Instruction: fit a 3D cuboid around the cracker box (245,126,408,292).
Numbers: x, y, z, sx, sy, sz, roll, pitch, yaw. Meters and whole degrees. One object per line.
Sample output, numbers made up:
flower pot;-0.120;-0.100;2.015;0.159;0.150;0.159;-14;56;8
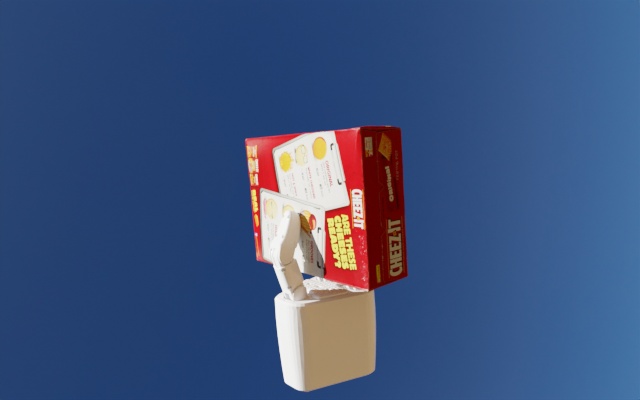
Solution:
cracker box;0.000;0.002;0.563;0.072;0.164;0.213;-10;9;-39
